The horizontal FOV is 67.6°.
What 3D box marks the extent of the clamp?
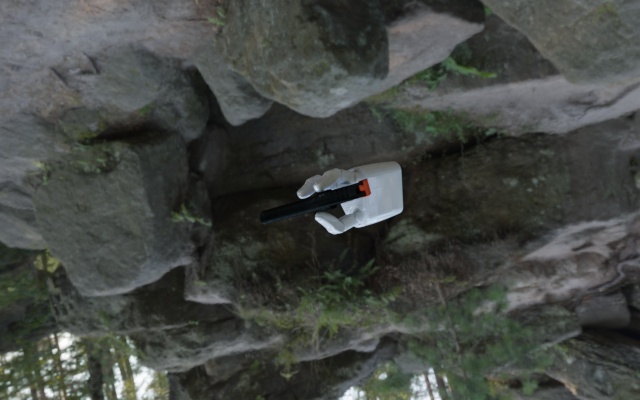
[{"bbox_3d":[0.001,0.003,0.848,0.164,0.036,0.210,-15,-2,-38],"label":"clamp"}]
